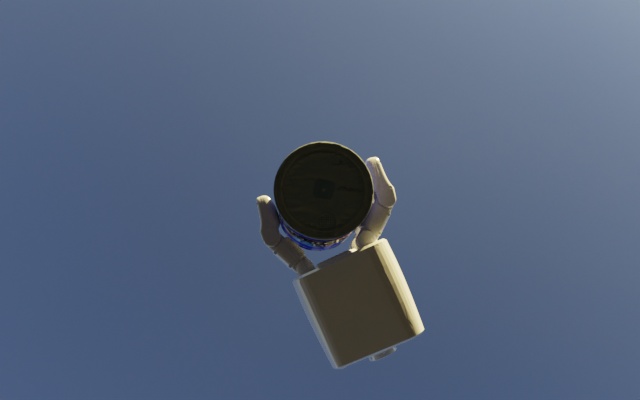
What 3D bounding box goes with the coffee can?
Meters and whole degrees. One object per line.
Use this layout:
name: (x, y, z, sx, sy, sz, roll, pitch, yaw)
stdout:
coffee can: (0.000, 0.002, 0.554, 0.103, 0.102, 0.140, 0, -11, -3)
